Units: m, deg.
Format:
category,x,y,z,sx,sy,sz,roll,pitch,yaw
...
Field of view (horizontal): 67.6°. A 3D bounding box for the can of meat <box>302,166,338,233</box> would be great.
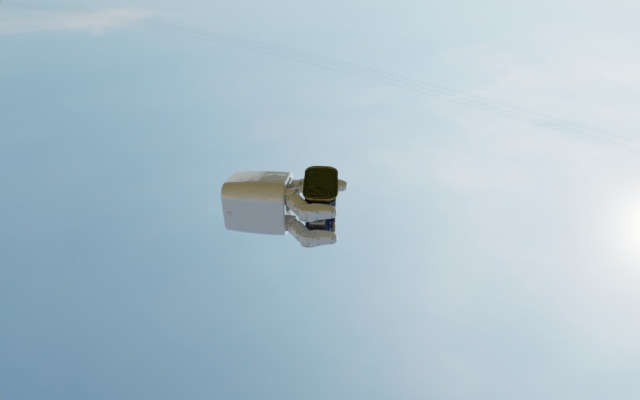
category,x,y,z,sx,sy,sz,roll,pitch,yaw
can of meat,0.000,0.003,0.811,0.057,0.084,0.102,1,35,1
